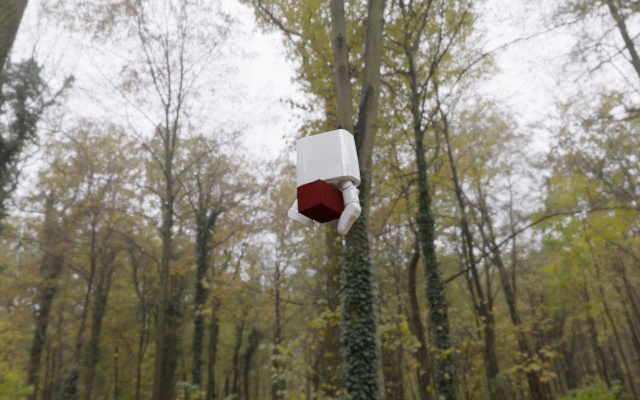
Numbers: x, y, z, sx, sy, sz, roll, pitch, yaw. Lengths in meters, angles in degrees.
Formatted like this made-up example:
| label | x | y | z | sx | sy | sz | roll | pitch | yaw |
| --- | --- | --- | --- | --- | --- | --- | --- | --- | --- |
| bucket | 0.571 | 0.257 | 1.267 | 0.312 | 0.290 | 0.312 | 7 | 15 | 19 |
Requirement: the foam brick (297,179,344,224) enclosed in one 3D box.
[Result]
| label | x | y | z | sx | sy | sz | roll | pitch | yaw |
| --- | --- | --- | --- | --- | --- | --- | --- | --- | --- |
| foam brick | 0.000 | 0.003 | 0.861 | 0.053 | 0.051 | 0.078 | -18 | -27 | 29 |
